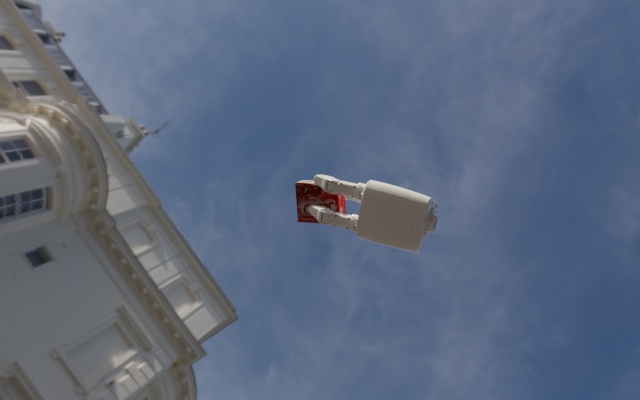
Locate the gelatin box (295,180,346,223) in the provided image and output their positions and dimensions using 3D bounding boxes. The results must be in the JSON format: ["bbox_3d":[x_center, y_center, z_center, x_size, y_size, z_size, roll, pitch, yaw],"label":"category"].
[{"bbox_3d":[0.000,0.003,0.845,0.089,0.073,0.030,3,12,30],"label":"gelatin box"}]
